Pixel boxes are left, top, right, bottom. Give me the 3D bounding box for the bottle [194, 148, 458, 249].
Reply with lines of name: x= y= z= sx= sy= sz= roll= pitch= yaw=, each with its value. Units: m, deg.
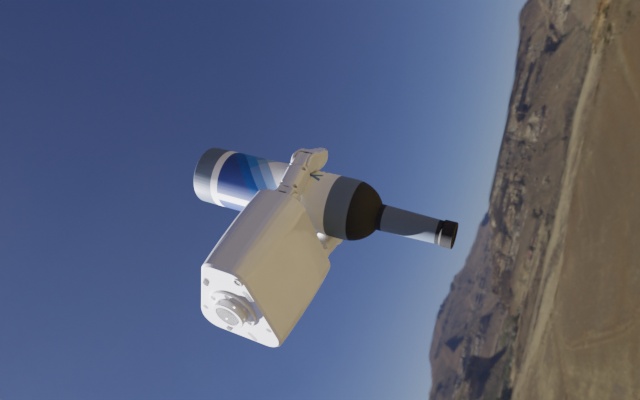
bottle: x=0.000 y=0.002 z=0.525 sx=0.295 sy=0.069 sz=0.069 roll=14 pitch=5 yaw=21
